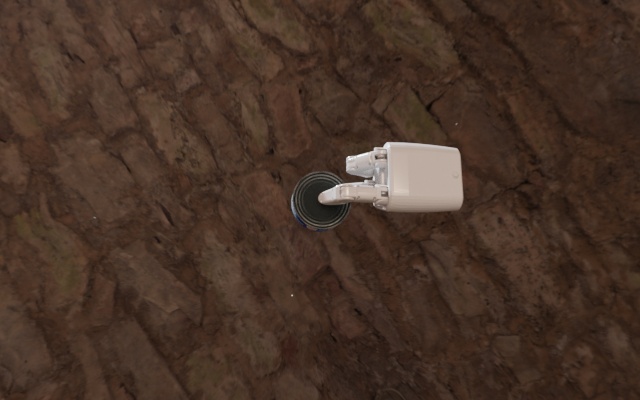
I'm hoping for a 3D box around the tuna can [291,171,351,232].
[{"bbox_3d":[0.000,0.002,0.702,0.086,0.086,0.034,0,-11,-9],"label":"tuna can"}]
